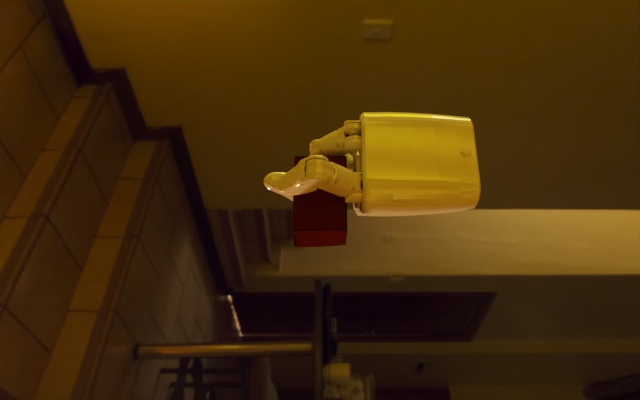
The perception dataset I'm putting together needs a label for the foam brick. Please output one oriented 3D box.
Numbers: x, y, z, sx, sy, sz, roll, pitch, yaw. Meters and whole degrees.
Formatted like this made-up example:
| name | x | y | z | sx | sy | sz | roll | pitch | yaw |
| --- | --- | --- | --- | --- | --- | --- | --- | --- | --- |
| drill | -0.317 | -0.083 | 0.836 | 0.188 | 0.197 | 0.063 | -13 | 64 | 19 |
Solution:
| name | x | y | z | sx | sy | sz | roll | pitch | yaw |
| --- | --- | --- | --- | --- | --- | --- | --- | --- | --- |
| foam brick | 0.000 | 0.002 | 0.465 | 0.051 | 0.078 | 0.053 | 1 | -21 | 0 |
